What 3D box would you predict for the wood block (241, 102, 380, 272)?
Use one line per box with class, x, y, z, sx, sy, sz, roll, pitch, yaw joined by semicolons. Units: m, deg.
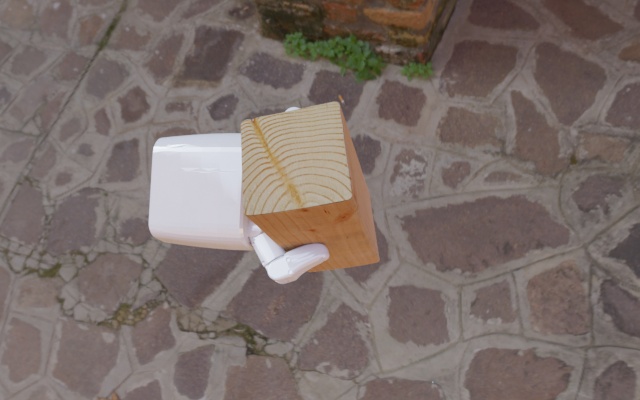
wood block;0.000;0.002;0.479;0.090;0.090;0.206;-9;-22;10
